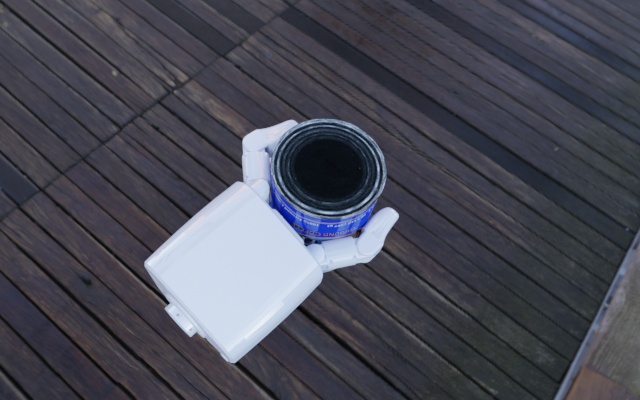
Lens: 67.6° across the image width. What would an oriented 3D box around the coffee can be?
[{"bbox_3d":[0.000,0.002,0.477,0.103,0.102,0.140,0,-27,-7],"label":"coffee can"}]
